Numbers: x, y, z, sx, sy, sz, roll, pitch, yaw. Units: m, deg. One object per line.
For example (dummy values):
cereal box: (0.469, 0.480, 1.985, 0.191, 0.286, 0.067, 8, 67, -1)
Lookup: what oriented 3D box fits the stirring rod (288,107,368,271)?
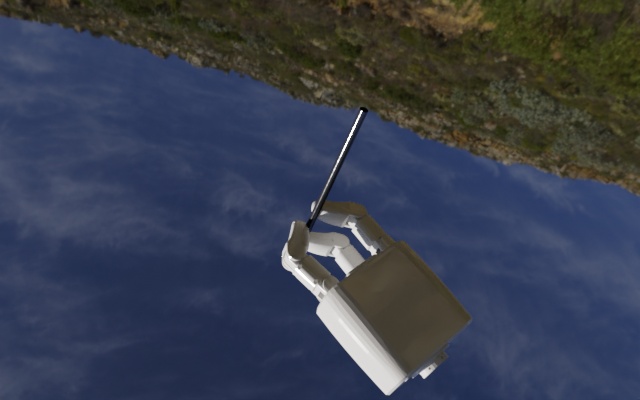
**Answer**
stirring rod: (0.000, 0.002, 0.494, 0.011, 0.011, 0.240, 0, -42, -25)
